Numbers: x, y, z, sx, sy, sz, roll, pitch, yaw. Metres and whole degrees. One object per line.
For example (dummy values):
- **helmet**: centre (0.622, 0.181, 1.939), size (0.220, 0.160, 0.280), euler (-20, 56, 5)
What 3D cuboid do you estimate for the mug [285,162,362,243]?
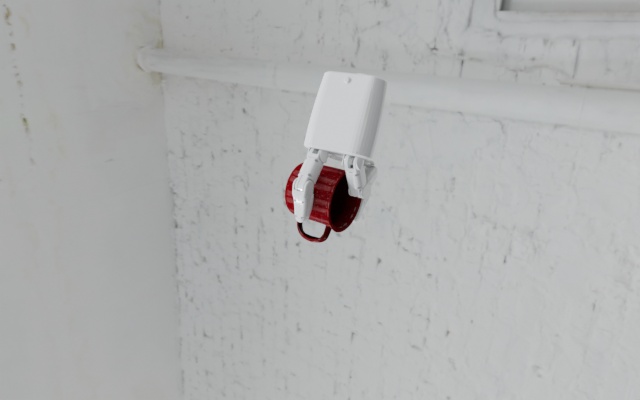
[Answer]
- **mug**: centre (0.000, 0.004, 0.687), size (0.081, 0.117, 0.093), euler (16, 1, 30)
